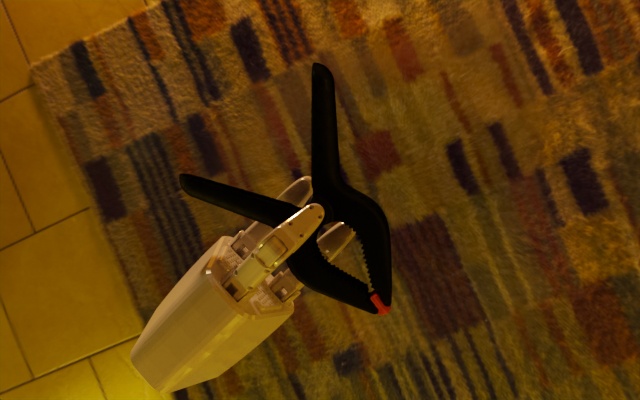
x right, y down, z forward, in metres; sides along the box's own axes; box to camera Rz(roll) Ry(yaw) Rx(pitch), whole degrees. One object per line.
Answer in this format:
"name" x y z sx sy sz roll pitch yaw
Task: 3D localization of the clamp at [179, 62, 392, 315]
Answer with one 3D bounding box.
"clamp" 0.000 0.002 0.405 0.164 0.210 0.036 -44 -4 12
